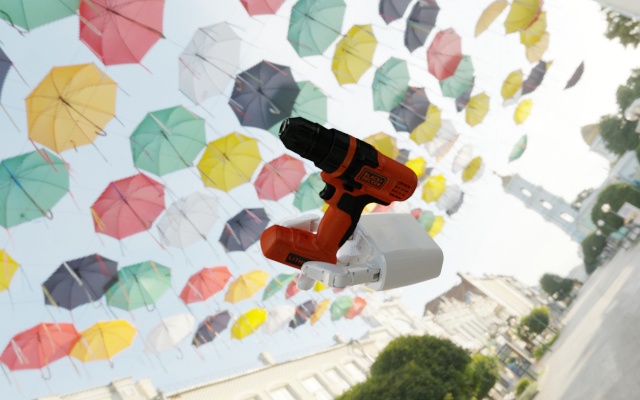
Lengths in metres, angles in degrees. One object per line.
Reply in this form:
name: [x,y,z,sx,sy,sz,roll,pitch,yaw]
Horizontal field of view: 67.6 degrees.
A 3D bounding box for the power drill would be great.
power drill: [0.000,0.002,0.586,0.184,0.188,0.057,23,31,-22]
